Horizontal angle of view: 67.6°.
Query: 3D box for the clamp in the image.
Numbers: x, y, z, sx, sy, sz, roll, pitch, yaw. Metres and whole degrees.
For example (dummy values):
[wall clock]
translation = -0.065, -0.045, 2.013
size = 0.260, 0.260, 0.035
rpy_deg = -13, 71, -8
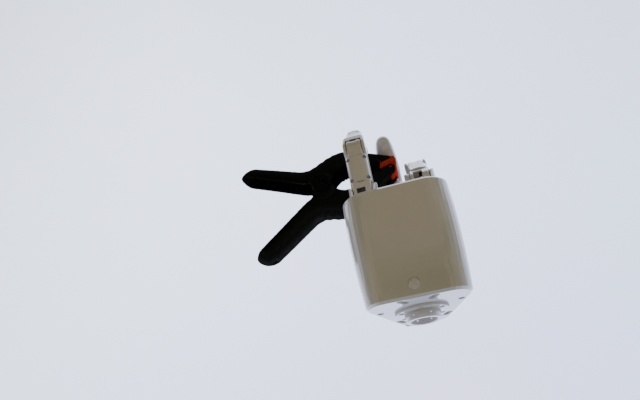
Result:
[clamp]
translation = 0.000, 0.002, 0.499
size = 0.171, 0.120, 0.039
rpy_deg = -14, -29, 10
